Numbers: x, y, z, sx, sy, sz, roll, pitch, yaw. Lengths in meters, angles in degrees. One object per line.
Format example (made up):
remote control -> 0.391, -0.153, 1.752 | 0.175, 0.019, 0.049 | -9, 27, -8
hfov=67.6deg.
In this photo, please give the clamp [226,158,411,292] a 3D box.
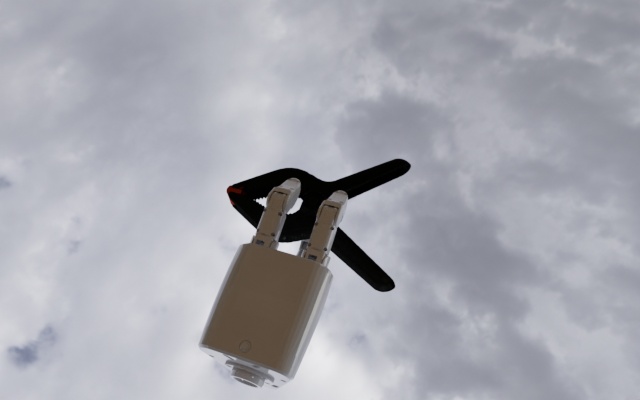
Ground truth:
clamp -> 0.000, 0.002, 0.545 | 0.210, 0.164, 0.036 | 15, -30, 11
